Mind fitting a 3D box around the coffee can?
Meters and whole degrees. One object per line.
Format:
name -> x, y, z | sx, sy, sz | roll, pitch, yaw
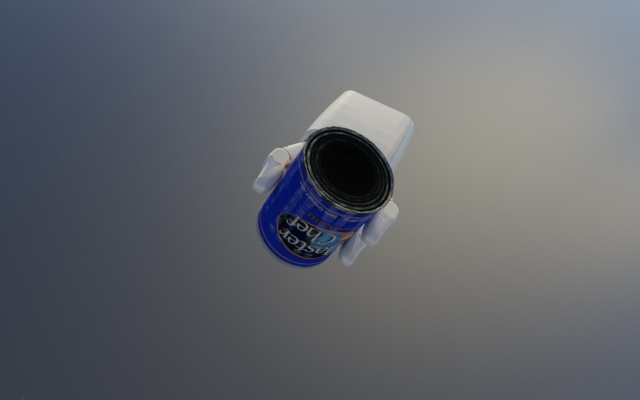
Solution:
coffee can -> 0.000, 0.002, 0.524 | 0.103, 0.102, 0.140 | 0, -29, -29
